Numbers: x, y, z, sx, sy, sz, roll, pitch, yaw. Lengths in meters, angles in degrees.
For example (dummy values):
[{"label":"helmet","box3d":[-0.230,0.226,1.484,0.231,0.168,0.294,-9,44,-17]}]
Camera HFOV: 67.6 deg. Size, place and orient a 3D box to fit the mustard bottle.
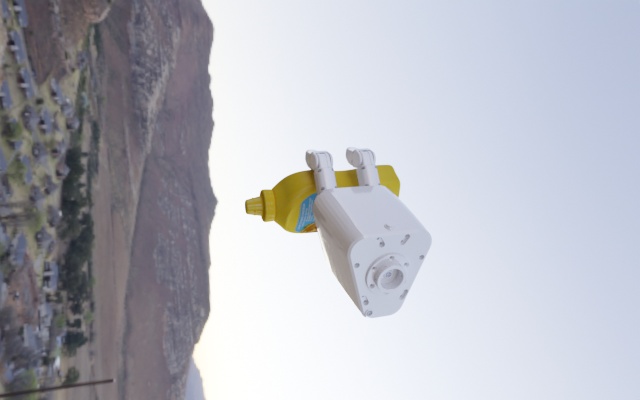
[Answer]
[{"label":"mustard bottle","box3d":[0.000,0.002,0.609,0.191,0.058,0.096,-5,-39,-18]}]
